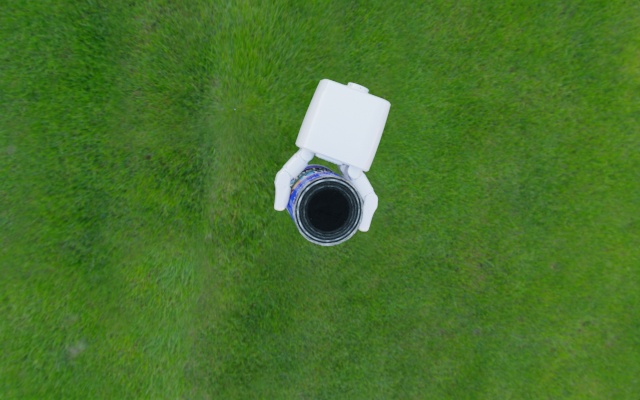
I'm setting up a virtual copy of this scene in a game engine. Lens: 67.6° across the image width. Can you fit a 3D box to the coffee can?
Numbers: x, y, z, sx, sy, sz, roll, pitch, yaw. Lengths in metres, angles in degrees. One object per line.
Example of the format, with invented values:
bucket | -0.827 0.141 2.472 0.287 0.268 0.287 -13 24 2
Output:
coffee can | 0.000 0.003 0.742 0.103 0.103 0.140 0 11 -10
